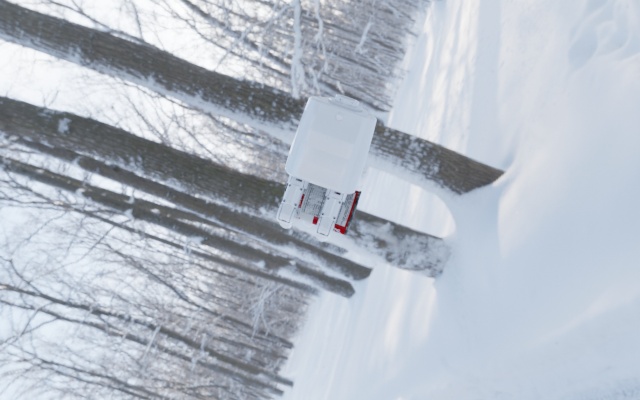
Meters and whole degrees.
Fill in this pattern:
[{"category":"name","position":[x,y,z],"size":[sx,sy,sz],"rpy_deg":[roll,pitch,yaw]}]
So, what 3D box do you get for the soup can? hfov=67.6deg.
[{"category":"soup can","position":[0.000,0.003,0.685],"size":[0.102,0.068,0.068],"rpy_deg":[19,1,2]}]
